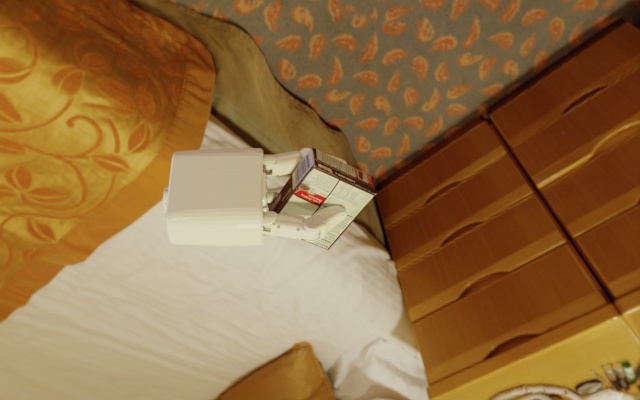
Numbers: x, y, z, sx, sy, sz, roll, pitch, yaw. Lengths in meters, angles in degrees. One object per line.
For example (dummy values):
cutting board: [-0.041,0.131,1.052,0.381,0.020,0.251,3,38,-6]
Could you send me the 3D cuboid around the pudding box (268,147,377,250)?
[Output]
pudding box: [0.000,0.002,0.583,0.090,0.039,0.113,23,-53,-22]
